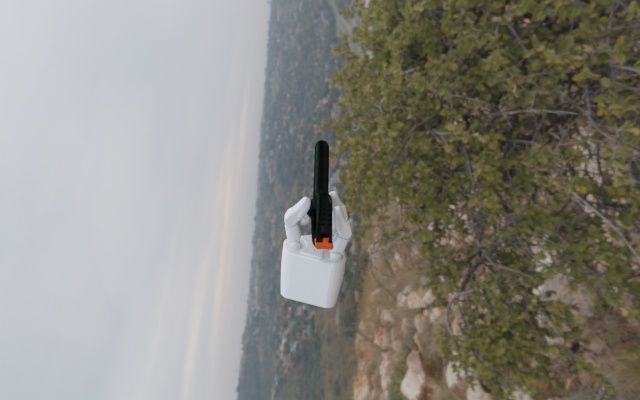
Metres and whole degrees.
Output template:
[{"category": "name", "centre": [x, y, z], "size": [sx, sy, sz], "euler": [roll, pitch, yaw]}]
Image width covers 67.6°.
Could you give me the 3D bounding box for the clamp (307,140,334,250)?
[{"category": "clamp", "centre": [-0.001, 0.003, 0.818], "size": [0.036, 0.165, 0.209], "euler": [3, 28, -7]}]
